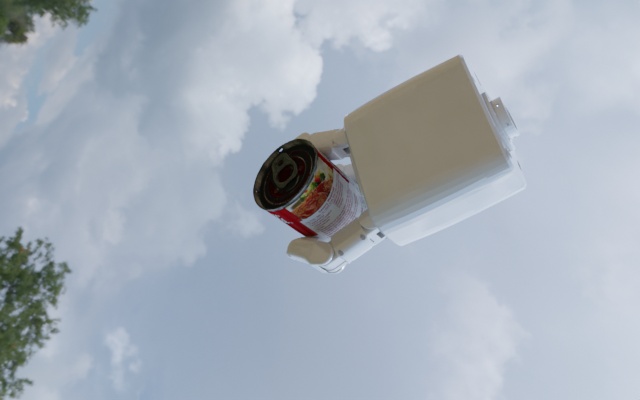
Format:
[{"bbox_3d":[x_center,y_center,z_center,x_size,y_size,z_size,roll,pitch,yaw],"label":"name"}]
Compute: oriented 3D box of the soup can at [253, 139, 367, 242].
[{"bbox_3d":[0.000,0.002,0.423,0.068,0.068,0.102,0,-28,43],"label":"soup can"}]
